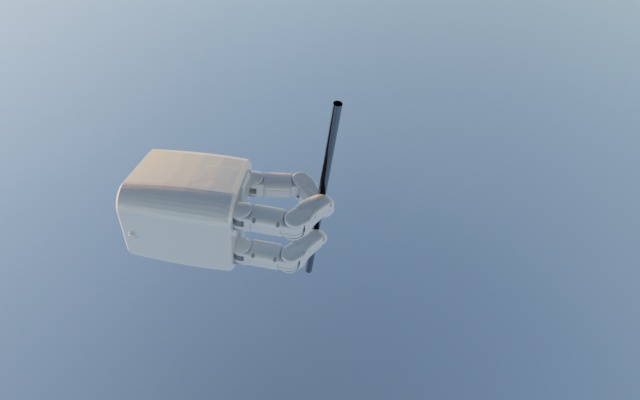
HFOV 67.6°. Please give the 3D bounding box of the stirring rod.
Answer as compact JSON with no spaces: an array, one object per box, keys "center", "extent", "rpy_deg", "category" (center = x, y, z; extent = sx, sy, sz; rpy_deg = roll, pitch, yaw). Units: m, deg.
[{"center":[0.000,0.001,0.480],"extent":[0.011,0.011,0.240],"rpy_deg":[0,-42,-9],"category":"stirring rod"}]
